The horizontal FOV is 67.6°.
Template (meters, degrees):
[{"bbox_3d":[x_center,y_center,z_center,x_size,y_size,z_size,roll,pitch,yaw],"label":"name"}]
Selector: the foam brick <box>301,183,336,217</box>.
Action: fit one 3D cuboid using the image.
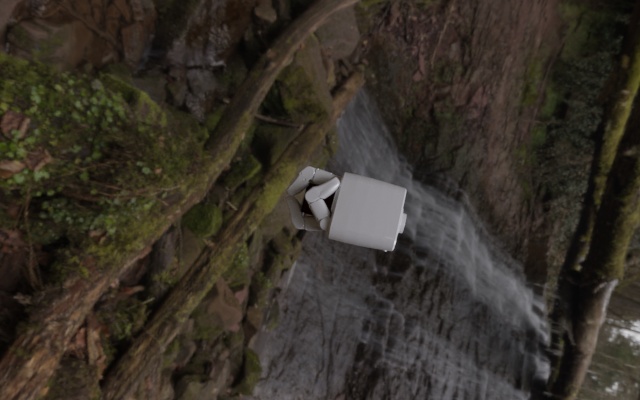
[{"bbox_3d":[0.000,0.003,0.830,0.051,0.053,0.078,12,-2,5],"label":"foam brick"}]
